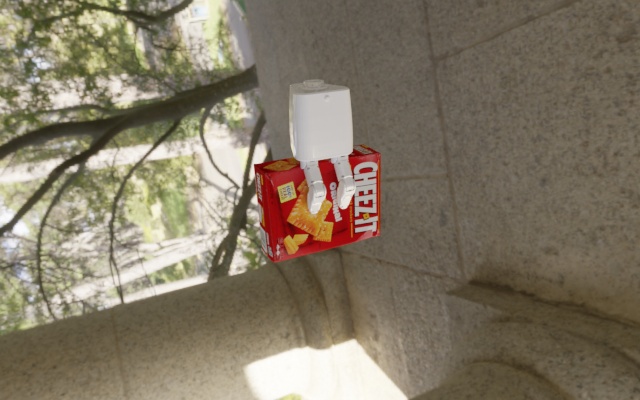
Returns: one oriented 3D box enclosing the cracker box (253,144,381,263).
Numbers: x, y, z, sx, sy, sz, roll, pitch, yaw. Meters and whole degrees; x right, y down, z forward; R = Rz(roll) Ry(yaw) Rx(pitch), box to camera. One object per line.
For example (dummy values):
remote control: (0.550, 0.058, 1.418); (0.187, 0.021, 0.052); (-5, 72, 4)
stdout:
cracker box: (0.000, 0.003, 0.834); (0.213, 0.164, 0.072); (-12, 24, -22)
